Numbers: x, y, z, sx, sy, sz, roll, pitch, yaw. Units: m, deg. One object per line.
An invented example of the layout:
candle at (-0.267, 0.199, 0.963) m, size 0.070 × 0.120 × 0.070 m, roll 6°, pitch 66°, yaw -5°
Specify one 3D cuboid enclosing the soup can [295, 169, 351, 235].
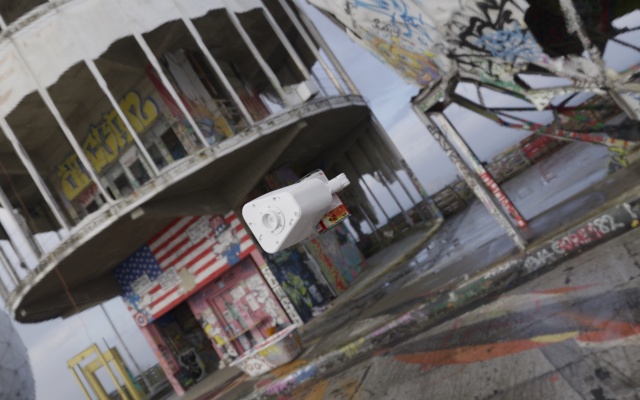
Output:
soup can at (0.000, 0.002, 0.871) m, size 0.068 × 0.102 × 0.068 m, roll -33°, pitch -5°, yaw -3°
